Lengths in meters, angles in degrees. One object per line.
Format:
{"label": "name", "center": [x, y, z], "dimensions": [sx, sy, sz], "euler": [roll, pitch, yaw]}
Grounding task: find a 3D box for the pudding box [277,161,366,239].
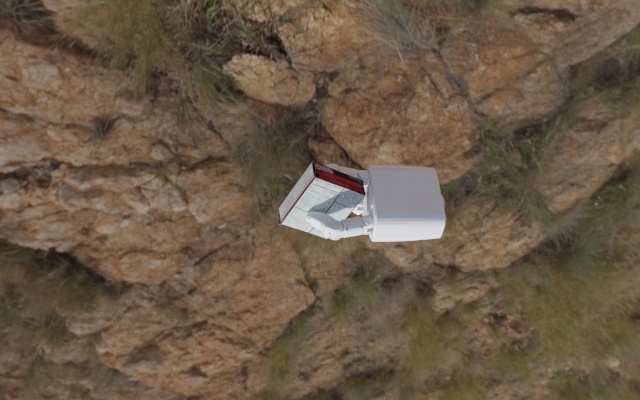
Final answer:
{"label": "pudding box", "center": [0.000, 0.002, 0.719], "dimensions": [0.090, 0.039, 0.113], "euler": [20, -53, -25]}
